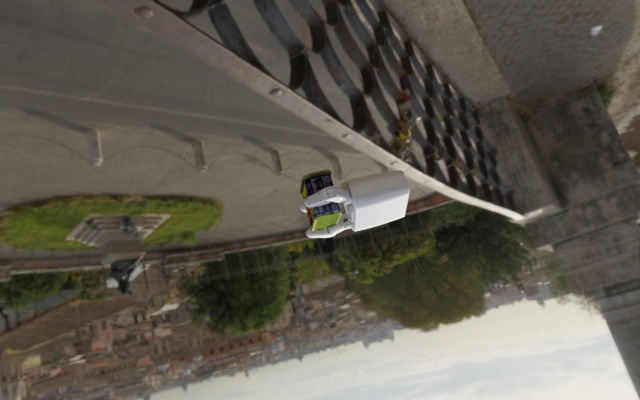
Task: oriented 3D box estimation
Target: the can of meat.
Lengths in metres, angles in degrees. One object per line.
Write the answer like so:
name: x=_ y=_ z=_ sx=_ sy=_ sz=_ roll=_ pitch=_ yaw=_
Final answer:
can of meat: x=0.000 y=0.003 z=0.886 sx=0.057 sy=0.084 sz=0.102 roll=-13 pitch=-17 yaw=-10
